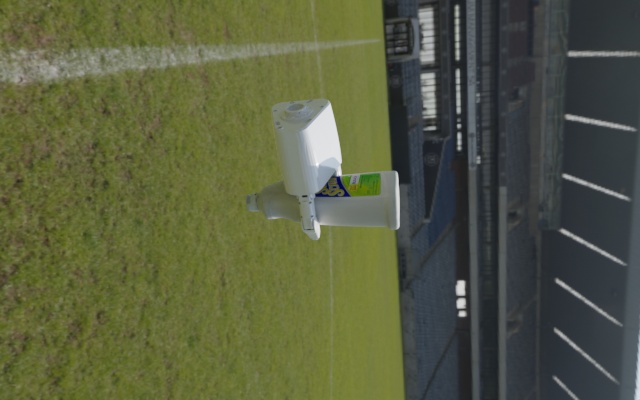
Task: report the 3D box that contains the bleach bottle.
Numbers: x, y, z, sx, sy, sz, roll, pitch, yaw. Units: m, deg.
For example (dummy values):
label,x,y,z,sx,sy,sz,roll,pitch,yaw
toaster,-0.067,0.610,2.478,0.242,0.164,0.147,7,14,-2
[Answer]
label,x,y,z,sx,sy,sz,roll,pitch,yaw
bleach bottle,0.000,0.003,0.776,0.251,0.068,0.102,-3,35,11
